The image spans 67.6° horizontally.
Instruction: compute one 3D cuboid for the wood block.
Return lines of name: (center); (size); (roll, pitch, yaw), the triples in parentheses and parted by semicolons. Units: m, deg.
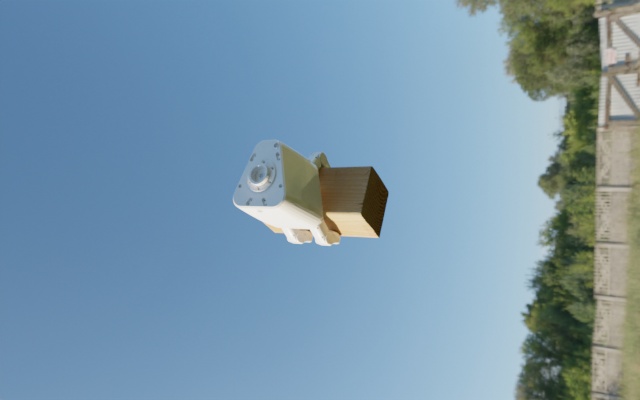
wood block: (0.000, 0.002, 0.819); (0.206, 0.090, 0.090); (1, -28, 29)
